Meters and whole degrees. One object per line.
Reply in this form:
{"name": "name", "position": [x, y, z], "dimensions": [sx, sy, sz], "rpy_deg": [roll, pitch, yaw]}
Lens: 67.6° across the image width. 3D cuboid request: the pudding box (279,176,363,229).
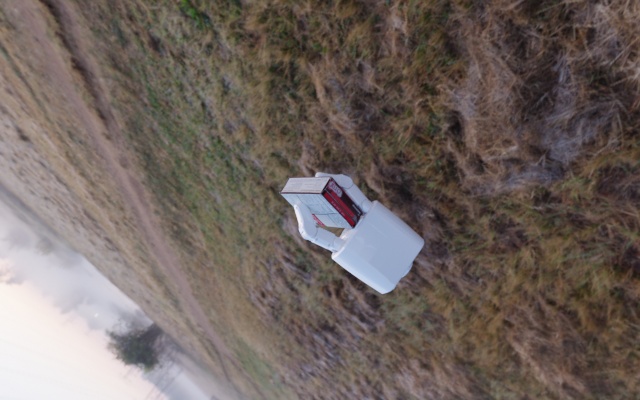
{"name": "pudding box", "position": [0.000, 0.003, 0.769], "dimensions": [0.113, 0.039, 0.090], "rpy_deg": [0, -40, 49]}
